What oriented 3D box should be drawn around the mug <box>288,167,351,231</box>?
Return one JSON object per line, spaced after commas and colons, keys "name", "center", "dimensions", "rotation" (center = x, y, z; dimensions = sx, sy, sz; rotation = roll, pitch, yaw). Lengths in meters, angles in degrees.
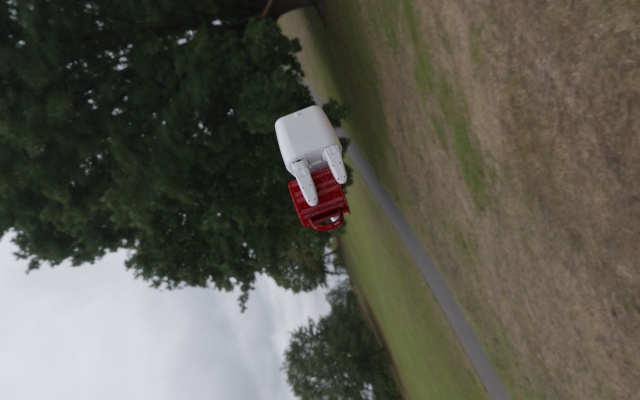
{"name": "mug", "center": [0.000, 0.004, 0.792], "dimensions": [0.081, 0.117, 0.093], "rotation": [-20, -37, 1]}
